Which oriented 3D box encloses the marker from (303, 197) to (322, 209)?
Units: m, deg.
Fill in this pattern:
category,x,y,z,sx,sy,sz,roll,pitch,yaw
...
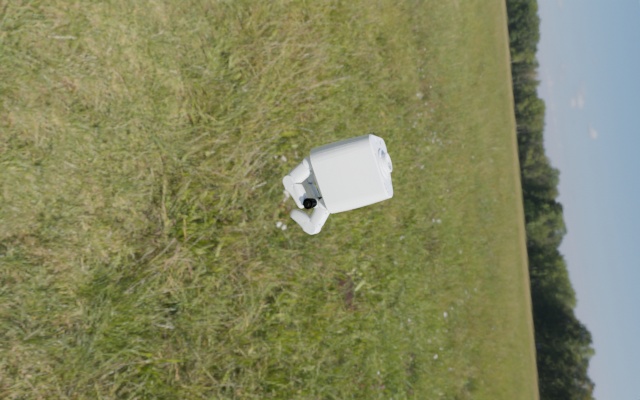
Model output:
category,x,y,z,sx,sy,sz,roll,pitch,yaw
marker,0.000,0.003,0.829,0.020,0.020,0.121,0,2,22
